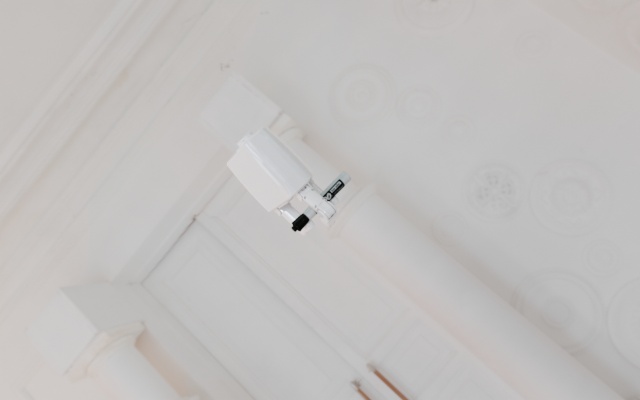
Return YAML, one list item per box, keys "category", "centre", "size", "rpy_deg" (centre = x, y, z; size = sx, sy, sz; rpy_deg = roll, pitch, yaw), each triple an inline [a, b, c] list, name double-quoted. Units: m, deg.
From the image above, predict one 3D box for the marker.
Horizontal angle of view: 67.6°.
- category: "marker"
  centre: [0.000, 0.002, 0.727]
  size: [0.121, 0.020, 0.020]
  rpy_deg: [-45, 14, -15]
